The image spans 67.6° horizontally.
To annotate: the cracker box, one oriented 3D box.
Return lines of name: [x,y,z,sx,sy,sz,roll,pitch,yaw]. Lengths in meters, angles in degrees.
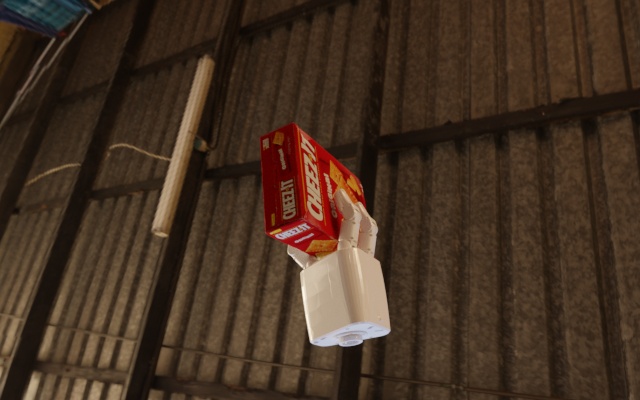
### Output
cracker box: [0.000,0.003,0.743,0.072,0.164,0.214,-22,-32,24]
